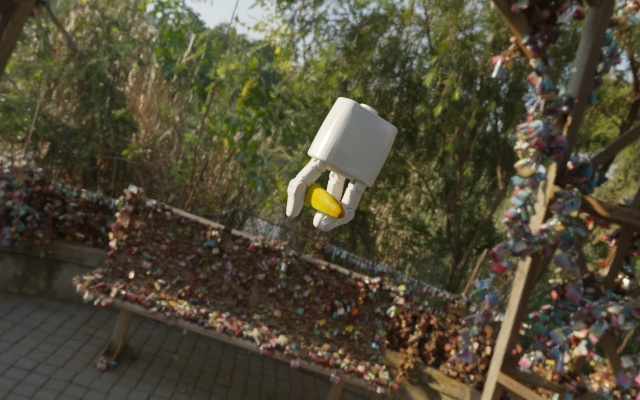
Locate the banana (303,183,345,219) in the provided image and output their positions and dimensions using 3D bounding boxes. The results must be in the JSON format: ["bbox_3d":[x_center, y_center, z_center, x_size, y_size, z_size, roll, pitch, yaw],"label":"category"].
[{"bbox_3d":[-0.015,-0.008,0.793,0.069,0.037,0.198,36,-6,-17],"label":"banana"}]
